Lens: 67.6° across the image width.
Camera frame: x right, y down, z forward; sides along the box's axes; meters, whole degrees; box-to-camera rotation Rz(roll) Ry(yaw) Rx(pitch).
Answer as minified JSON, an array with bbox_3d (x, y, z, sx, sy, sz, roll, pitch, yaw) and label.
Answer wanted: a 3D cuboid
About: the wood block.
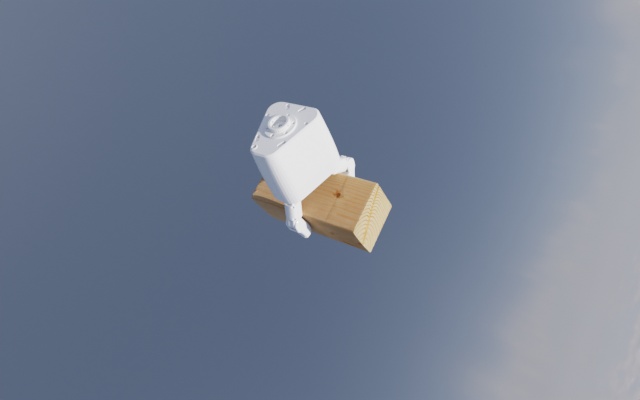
[{"bbox_3d":[0.000,0.003,0.807,0.206,0.090,0.090,18,-17,32],"label":"wood block"}]
